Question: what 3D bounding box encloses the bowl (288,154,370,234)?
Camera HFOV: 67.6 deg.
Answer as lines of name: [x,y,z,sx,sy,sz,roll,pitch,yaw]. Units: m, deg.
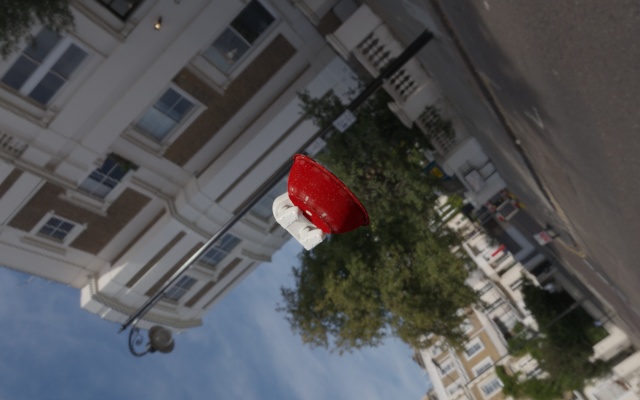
bowl: [0.000,0.003,0.756,0.162,0.055,0.162,40,-13,11]
